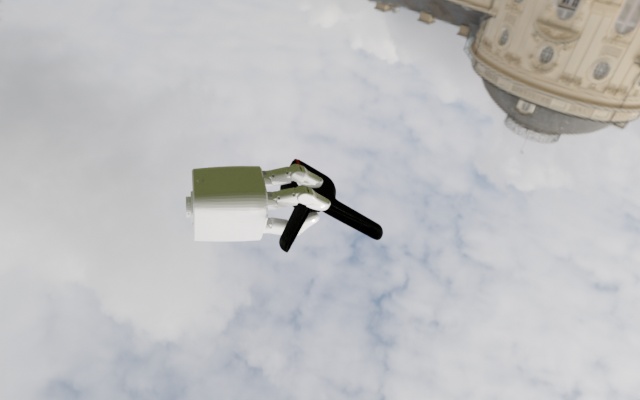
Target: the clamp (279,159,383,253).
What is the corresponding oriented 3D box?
[{"bbox_3d":[0.000,0.003,0.776,0.164,0.036,0.209,0,39,-16],"label":"clamp"}]
